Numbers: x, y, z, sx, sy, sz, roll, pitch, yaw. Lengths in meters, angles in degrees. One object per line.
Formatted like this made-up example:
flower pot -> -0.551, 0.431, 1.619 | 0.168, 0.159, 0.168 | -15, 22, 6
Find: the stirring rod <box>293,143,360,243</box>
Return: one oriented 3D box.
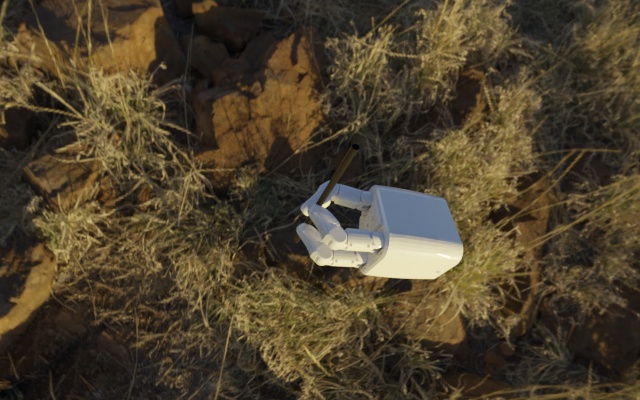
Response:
stirring rod -> 0.000, 0.002, 0.570 | 0.011, 0.011, 0.240 | 0, -27, -19
